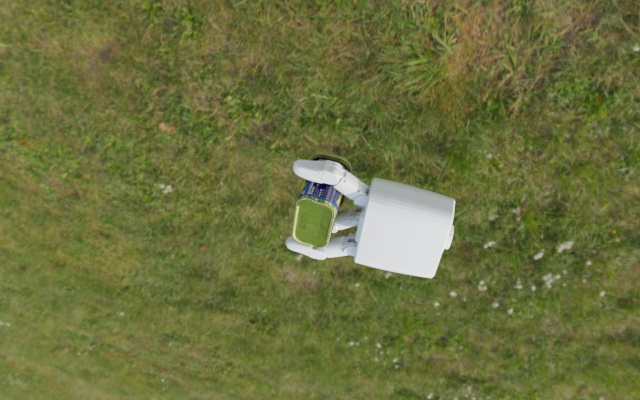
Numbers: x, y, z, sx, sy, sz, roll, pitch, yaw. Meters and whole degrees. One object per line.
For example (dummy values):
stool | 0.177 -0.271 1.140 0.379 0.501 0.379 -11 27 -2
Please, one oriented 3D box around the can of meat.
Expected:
can of meat | 0.000 0.002 0.634 0.057 0.084 0.102 15 -40 4
